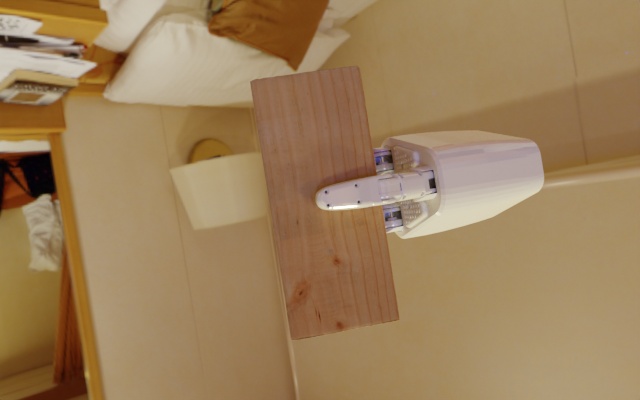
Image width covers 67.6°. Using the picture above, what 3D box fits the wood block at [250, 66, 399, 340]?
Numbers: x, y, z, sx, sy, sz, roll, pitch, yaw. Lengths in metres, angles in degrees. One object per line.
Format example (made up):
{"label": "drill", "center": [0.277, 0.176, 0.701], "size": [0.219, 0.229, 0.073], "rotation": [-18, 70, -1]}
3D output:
{"label": "wood block", "center": [0.001, 0.001, 0.417], "size": [0.090, 0.206, 0.091], "rotation": [-9, 0, -6]}
